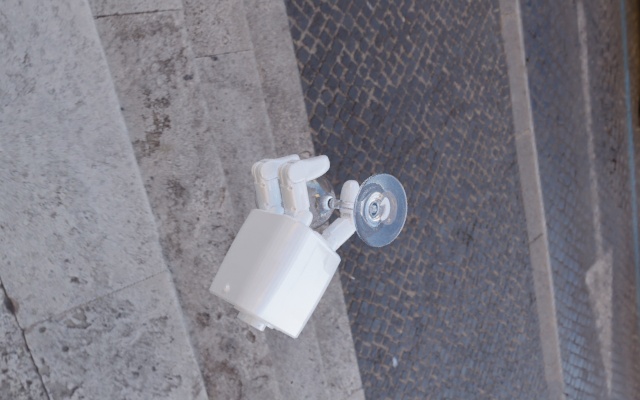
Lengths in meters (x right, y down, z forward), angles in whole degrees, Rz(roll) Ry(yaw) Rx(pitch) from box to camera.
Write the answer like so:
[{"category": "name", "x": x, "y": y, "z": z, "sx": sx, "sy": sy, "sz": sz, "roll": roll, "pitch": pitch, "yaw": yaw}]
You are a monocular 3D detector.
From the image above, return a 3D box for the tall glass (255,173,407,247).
[{"category": "tall glass", "x": 0.001, "y": 0.002, "z": 0.553, "sx": 0.079, "sy": 0.079, "sz": 0.201, "roll": 0, "pitch": 5, "yaw": -38}]
